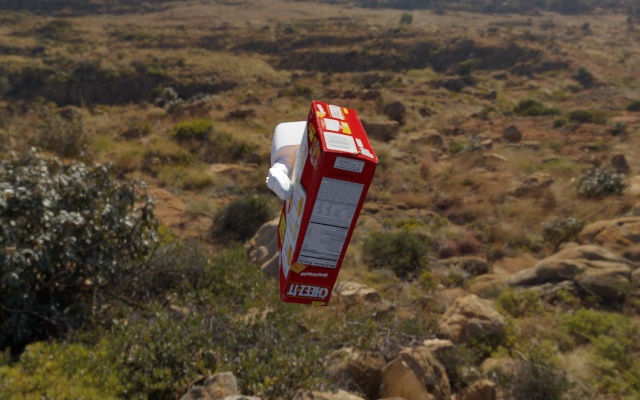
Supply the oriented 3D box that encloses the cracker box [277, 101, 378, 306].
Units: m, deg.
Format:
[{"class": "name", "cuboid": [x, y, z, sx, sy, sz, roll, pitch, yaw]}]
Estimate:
[{"class": "cracker box", "cuboid": [0.000, 0.002, 0.619, 0.072, 0.214, 0.164, 10, 29, -12]}]
